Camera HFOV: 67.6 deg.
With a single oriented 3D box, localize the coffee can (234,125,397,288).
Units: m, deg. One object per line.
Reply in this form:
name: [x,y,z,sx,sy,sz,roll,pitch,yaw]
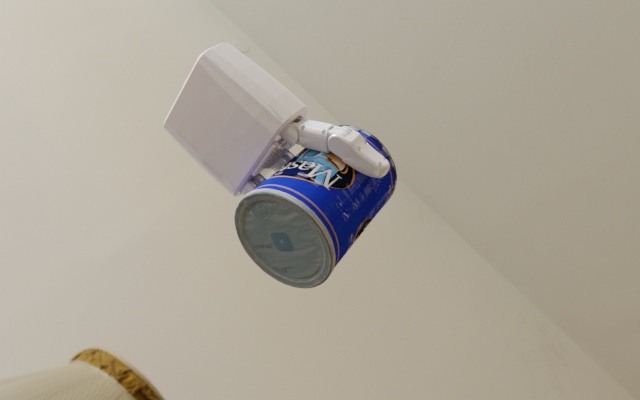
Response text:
coffee can: [0.000,0.002,0.465,0.103,0.103,0.140,0,31,35]
